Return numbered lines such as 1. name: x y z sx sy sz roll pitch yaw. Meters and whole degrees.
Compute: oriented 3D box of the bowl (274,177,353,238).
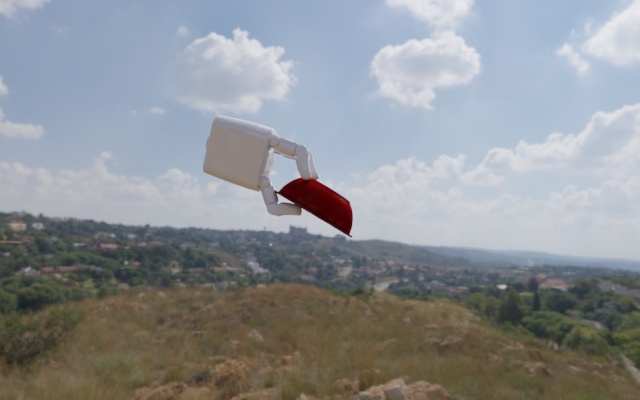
1. bowl: 0.001 0.003 0.851 0.162 0.055 0.162 31 -2 1
